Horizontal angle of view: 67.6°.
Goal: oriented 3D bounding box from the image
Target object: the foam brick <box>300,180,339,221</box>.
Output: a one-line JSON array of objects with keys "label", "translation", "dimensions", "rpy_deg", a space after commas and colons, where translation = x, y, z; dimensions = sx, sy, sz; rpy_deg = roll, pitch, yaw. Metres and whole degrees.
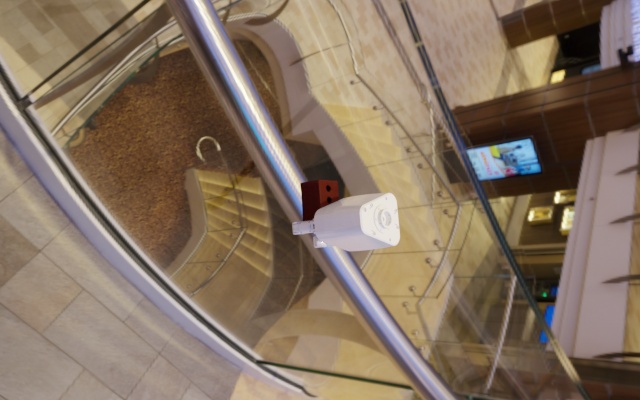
[{"label": "foam brick", "translation": [0.000, 0.003, 0.890], "dimensions": [0.053, 0.078, 0.051], "rpy_deg": [1, -8, -43]}]
